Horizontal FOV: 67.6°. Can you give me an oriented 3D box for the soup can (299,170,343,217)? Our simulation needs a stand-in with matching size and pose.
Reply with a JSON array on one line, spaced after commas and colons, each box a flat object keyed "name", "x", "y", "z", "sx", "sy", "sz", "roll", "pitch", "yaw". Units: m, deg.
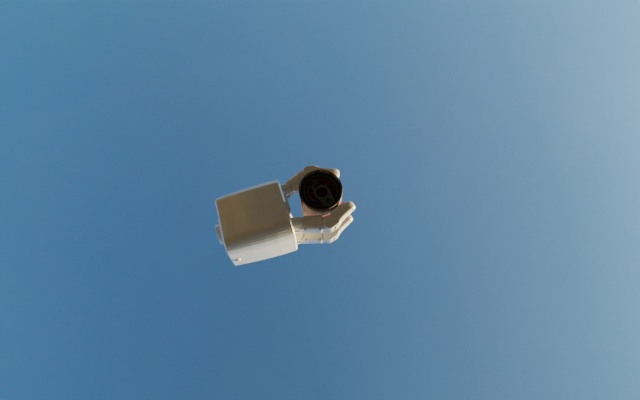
[{"name": "soup can", "x": 0.001, "y": 0.002, "z": 0.776, "sx": 0.068, "sy": 0.068, "sz": 0.102, "roll": 0, "pitch": -23, "yaw": 0}]
